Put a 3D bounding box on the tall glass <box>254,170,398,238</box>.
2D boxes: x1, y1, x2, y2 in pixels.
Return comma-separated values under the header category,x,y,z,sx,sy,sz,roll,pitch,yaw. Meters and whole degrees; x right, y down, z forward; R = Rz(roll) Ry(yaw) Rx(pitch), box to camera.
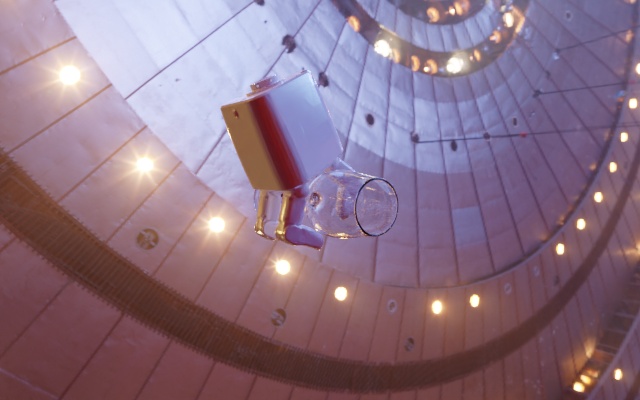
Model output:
category,x,y,z,sx,sy,sz,roll,pitch,yaw
tall glass,0.000,0.002,0.575,0.079,0.079,0.201,0,3,-37
